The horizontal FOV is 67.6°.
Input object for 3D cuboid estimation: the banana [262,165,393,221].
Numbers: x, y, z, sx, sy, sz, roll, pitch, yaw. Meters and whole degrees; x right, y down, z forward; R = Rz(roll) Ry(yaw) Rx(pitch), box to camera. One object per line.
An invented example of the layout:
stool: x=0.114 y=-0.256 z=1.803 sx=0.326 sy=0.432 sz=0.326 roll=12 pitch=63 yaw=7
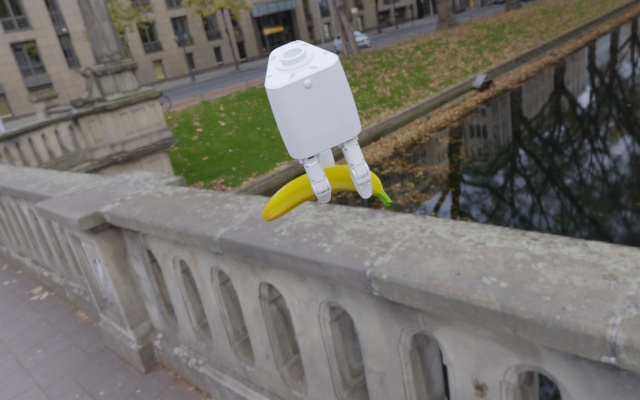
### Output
banana: x=0.003 y=-0.015 z=0.703 sx=0.198 sy=0.069 sz=0.037 roll=-8 pitch=-26 yaw=18
